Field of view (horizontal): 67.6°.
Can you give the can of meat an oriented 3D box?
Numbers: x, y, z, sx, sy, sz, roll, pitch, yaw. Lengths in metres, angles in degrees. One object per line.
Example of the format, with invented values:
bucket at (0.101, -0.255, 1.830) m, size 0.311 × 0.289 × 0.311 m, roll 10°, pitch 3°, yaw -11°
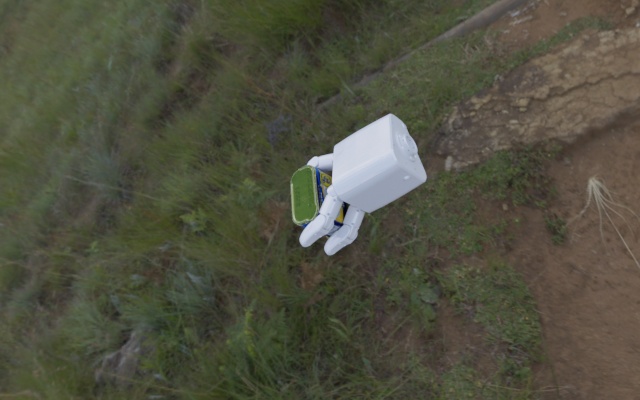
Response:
can of meat at (0.000, 0.002, 0.759) m, size 0.057 × 0.102 × 0.084 m, roll -25°, pitch -33°, yaw 33°
